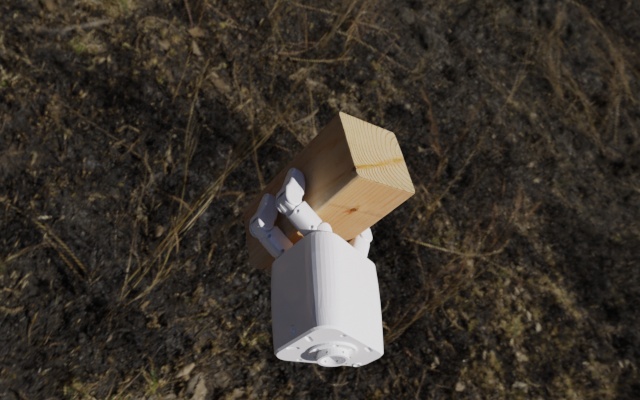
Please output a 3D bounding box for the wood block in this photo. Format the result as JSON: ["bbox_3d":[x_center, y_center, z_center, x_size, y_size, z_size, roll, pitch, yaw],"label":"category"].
[{"bbox_3d":[0.000,0.002,0.577,0.091,0.090,0.206,14,-41,-37],"label":"wood block"}]
